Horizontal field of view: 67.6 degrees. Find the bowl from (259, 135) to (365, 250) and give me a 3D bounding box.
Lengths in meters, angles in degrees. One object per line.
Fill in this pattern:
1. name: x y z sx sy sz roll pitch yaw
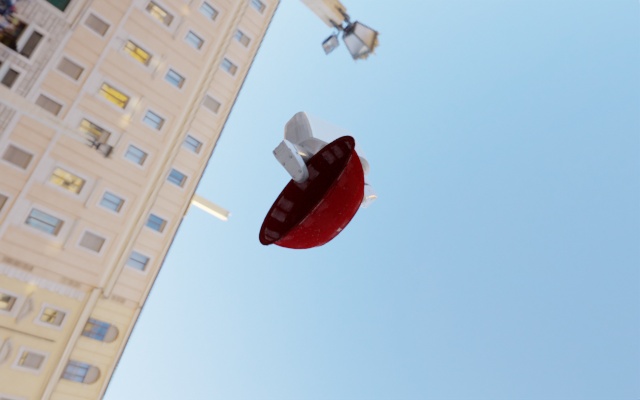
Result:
1. bowl: 0.000 0.003 0.557 0.055 0.162 0.162 41 -14 -17
